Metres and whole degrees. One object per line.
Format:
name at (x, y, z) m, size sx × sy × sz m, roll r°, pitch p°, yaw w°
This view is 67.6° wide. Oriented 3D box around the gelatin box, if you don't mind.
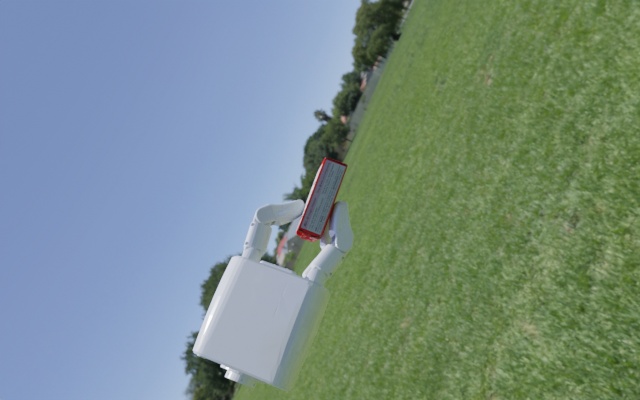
gelatin box at (0.000, 0.001, 0.549) m, size 0.030 × 0.089 × 0.073 m, roll 20°, pitch -9°, yaw -2°
